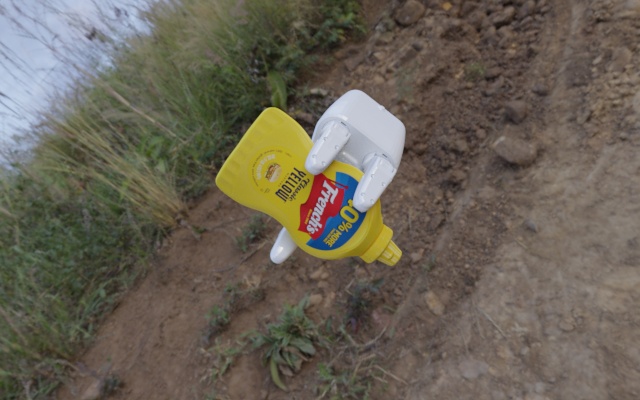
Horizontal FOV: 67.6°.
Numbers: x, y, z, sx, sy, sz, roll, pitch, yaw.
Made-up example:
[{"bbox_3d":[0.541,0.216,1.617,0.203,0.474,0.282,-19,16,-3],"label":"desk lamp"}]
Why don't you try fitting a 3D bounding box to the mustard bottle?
[{"bbox_3d":[0.000,0.001,0.470,0.191,0.096,0.058,37,8,-5],"label":"mustard bottle"}]
